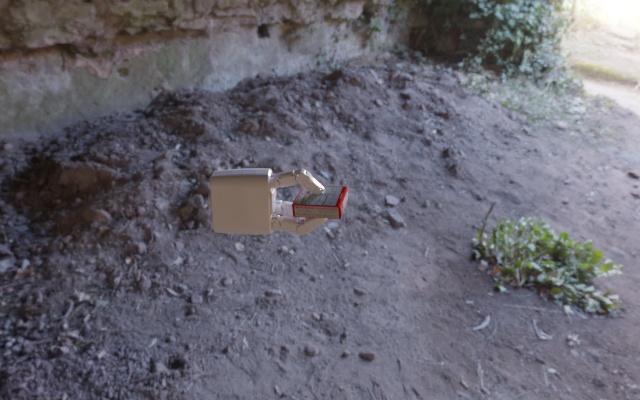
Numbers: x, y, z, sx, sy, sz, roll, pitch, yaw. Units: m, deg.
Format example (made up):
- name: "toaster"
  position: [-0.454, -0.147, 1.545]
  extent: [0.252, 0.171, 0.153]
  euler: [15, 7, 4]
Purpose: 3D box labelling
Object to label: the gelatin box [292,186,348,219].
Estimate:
- name: "gelatin box"
  position: [0.000, 0.002, 0.865]
  extent: [0.089, 0.030, 0.073]
  euler: [1, 30, 14]
